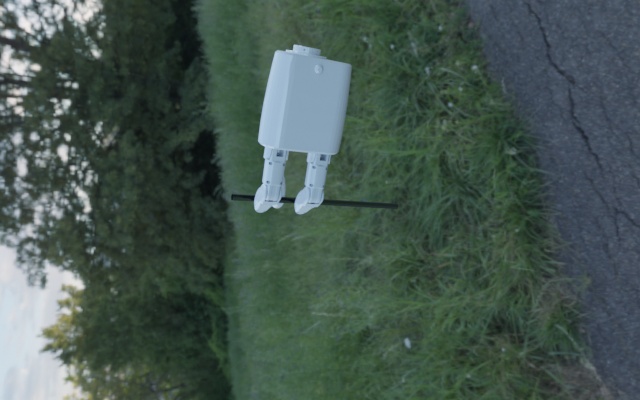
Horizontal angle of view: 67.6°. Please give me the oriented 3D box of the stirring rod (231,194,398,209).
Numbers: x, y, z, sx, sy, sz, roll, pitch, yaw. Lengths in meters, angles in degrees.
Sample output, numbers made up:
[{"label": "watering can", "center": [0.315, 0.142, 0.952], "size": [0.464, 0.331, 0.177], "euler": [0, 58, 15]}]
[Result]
[{"label": "stirring rod", "center": [0.000, 0.002, 0.641], "size": [0.239, 0.011, 0.011], "euler": [3, -1, -24]}]
